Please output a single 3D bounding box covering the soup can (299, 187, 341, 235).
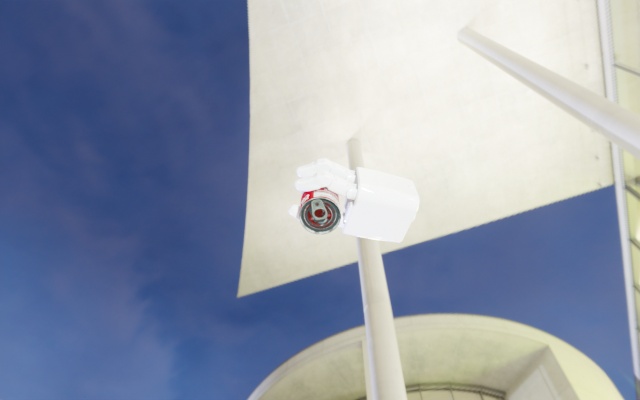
[{"bbox_3d":[0.000,0.003,0.808,0.068,0.068,0.102,0,27,1],"label":"soup can"}]
